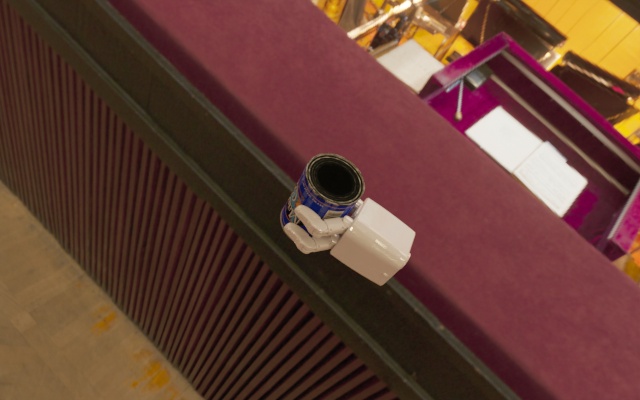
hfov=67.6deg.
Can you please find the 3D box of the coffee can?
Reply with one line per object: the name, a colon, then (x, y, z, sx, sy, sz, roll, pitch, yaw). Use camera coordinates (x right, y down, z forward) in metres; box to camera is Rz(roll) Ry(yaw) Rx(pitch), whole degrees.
coffee can: (0.000, 0.003, 0.814, 0.103, 0.102, 0.140, 0, -33, -25)
